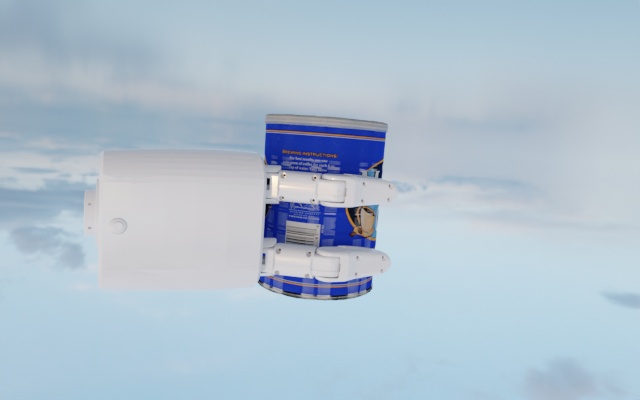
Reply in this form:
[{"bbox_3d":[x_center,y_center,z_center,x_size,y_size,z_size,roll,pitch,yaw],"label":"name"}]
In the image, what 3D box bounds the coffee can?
[{"bbox_3d":[0.000,0.001,0.408,0.103,0.140,0.103,4,7,-1],"label":"coffee can"}]
